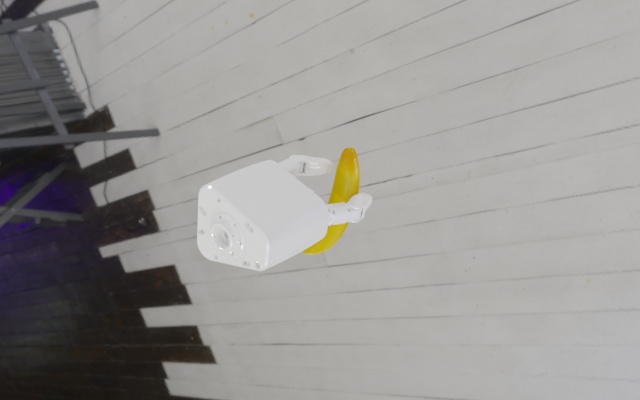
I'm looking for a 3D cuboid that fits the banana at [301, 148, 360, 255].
[{"bbox_3d":[0.011,0.018,0.658,0.037,0.069,0.198,-24,-25,-47],"label":"banana"}]
